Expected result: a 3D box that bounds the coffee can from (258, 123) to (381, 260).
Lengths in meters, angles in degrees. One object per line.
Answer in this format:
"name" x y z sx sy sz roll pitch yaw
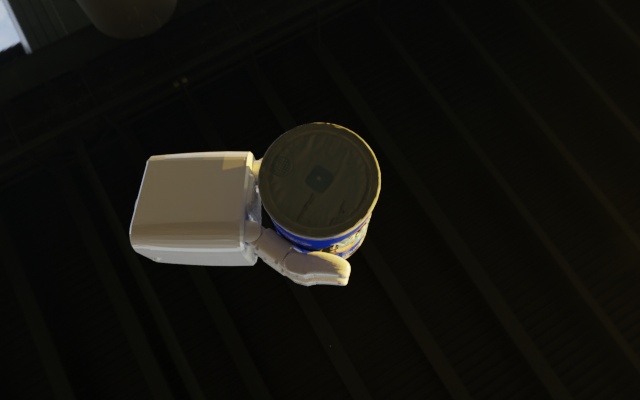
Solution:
"coffee can" 0.000 0.001 0.464 0.103 0.102 0.140 0 -17 1
